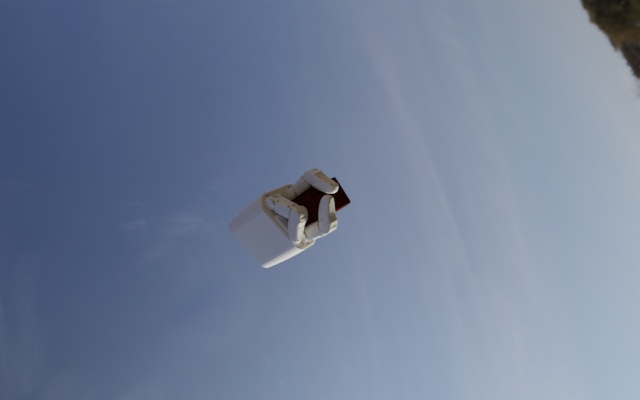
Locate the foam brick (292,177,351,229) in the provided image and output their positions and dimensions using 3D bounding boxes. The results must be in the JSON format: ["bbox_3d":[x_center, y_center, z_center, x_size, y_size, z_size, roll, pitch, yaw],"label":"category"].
[{"bbox_3d":[0.000,0.003,0.788,0.051,0.053,0.078,-34,-6,40],"label":"foam brick"}]
